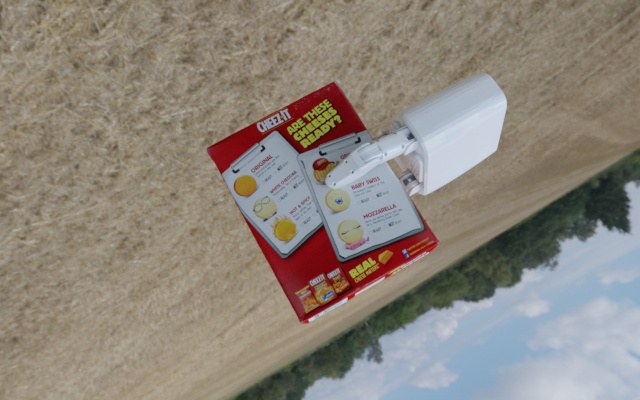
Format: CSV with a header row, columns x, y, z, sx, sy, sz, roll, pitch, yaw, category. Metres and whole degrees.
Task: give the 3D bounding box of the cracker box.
x,y,z,sx,sy,sz,roll,pitch,yaw,category
0.000,0.002,0.527,0.164,0.213,0.072,-29,-15,-7,cracker box
